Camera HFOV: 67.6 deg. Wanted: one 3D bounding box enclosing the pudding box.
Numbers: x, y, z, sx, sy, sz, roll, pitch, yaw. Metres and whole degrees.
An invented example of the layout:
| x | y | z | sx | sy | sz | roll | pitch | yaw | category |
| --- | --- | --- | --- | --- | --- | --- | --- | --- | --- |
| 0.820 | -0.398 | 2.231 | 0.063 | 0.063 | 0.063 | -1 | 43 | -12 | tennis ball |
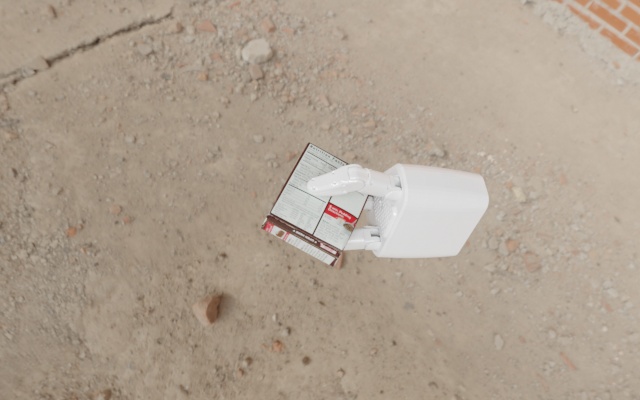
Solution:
| x | y | z | sx | sy | sz | roll | pitch | yaw | category |
| --- | --- | --- | --- | --- | --- | --- | --- | --- | --- |
| 0.000 | 0.002 | 0.523 | 0.090 | 0.113 | 0.039 | 28 | -36 | -2 | pudding box |
